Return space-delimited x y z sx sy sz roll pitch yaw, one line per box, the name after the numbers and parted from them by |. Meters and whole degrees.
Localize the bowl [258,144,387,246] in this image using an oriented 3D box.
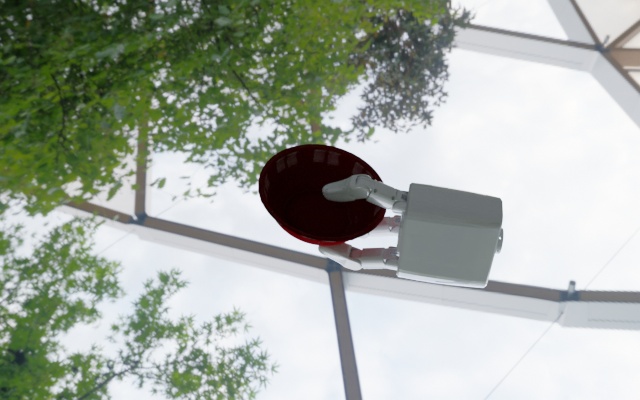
-0.001 0.002 0.603 0.162 0.162 0.055 0 -41 -13 | bowl
